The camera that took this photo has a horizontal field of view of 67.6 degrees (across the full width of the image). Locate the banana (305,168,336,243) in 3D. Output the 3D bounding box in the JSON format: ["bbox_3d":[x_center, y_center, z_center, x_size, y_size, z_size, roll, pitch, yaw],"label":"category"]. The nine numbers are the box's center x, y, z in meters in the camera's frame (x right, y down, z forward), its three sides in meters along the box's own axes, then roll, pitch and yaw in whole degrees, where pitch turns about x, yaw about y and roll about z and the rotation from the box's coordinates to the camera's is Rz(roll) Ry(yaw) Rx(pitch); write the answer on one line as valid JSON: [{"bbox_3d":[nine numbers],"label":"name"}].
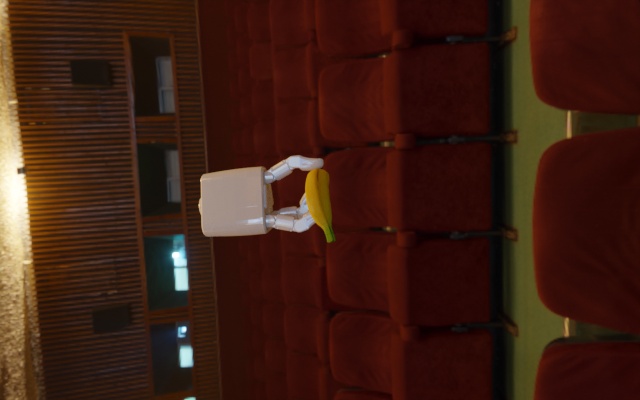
[{"bbox_3d":[-0.003,-0.012,0.755,0.037,0.070,0.197,-8,29,3],"label":"banana"}]
